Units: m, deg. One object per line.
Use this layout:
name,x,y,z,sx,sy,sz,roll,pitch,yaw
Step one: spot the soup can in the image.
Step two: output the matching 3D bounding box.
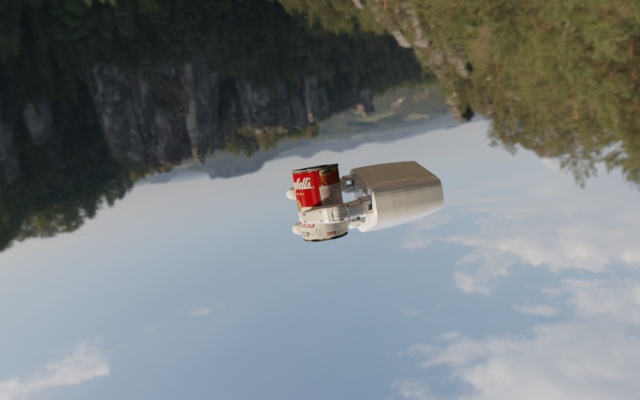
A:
soup can,0.000,0.003,0.684,0.068,0.102,0.068,-9,7,1
